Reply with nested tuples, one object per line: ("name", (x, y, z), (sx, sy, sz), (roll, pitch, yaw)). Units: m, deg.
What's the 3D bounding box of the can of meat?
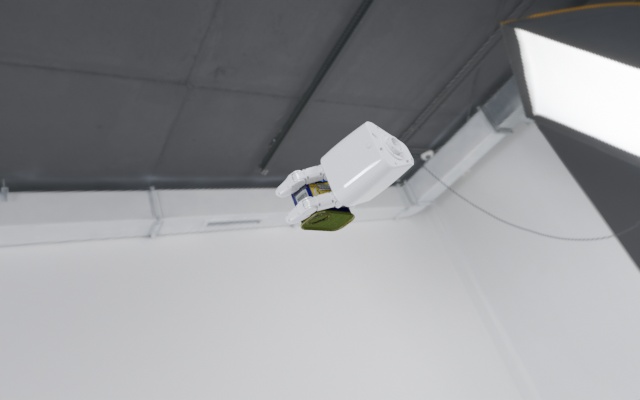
("can of meat", (0.000, 0.002, 0.829), (0.102, 0.084, 0.057), (6, -37, -45))
